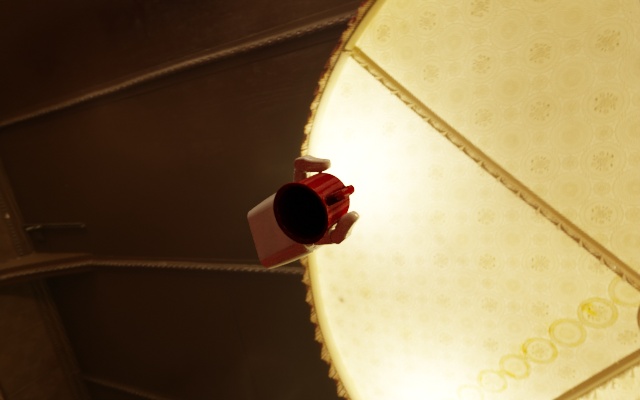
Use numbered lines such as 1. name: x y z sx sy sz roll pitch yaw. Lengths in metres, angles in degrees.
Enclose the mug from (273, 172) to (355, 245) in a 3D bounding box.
1. mug: 0.001 0.002 0.692 0.117 0.093 0.081 -26 3 37
